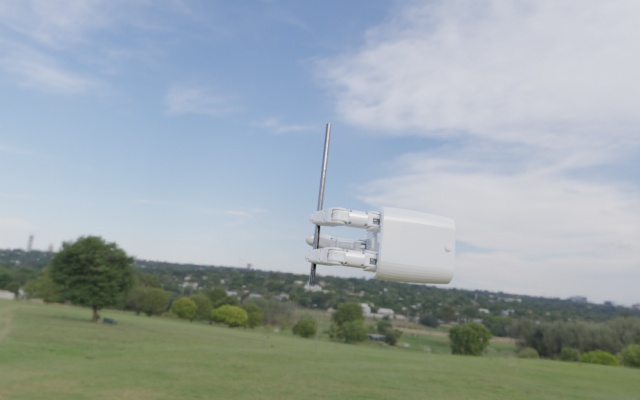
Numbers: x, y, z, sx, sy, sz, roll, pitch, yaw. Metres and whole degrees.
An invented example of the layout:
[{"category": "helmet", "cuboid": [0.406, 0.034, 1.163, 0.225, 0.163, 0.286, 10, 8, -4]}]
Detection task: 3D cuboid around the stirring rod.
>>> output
[{"category": "stirring rod", "cuboid": [0.000, 0.002, 0.688, 0.011, 0.239, 0.011, 6, -13, 1]}]
